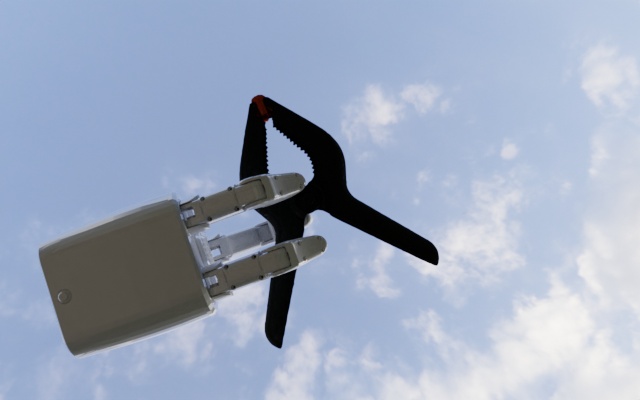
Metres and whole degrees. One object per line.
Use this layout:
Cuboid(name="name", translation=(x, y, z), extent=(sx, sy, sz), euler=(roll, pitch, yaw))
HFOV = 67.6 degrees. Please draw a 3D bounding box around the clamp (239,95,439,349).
Cuboid(name="clamp", translation=(0.000, 0.001, 0.419), extent=(0.164, 0.210, 0.036), euler=(-19, -5, -8))
